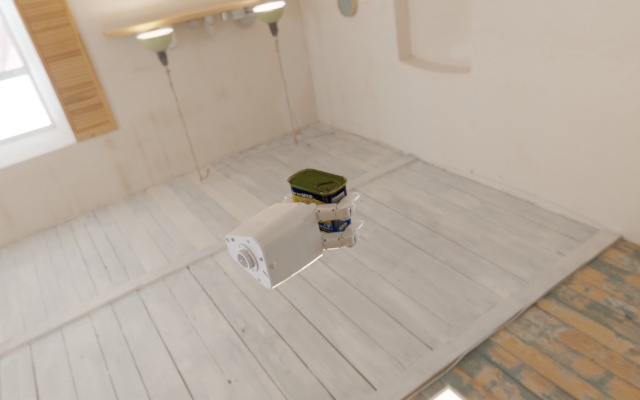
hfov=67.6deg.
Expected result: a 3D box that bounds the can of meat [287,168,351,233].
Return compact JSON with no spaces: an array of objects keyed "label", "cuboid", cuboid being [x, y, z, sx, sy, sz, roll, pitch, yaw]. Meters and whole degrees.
[{"label":"can of meat","cuboid":[0.000,0.003,0.785,0.102,0.084,0.057,17,39,40]}]
